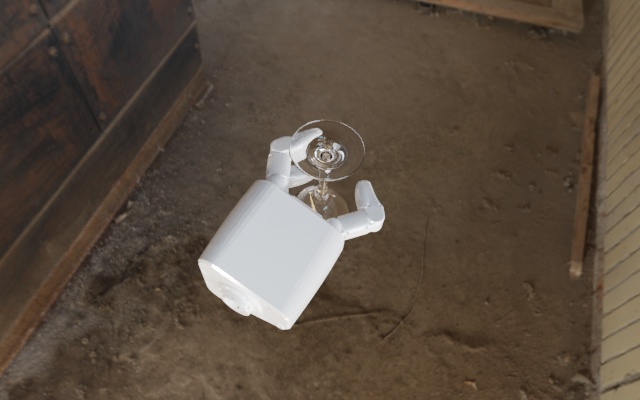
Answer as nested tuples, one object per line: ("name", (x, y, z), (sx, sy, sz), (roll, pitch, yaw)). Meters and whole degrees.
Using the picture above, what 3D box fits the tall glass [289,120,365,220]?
("tall glass", (0.000, 0.001, 0.549), (0.079, 0.079, 0.201), (0, -31, -4))
